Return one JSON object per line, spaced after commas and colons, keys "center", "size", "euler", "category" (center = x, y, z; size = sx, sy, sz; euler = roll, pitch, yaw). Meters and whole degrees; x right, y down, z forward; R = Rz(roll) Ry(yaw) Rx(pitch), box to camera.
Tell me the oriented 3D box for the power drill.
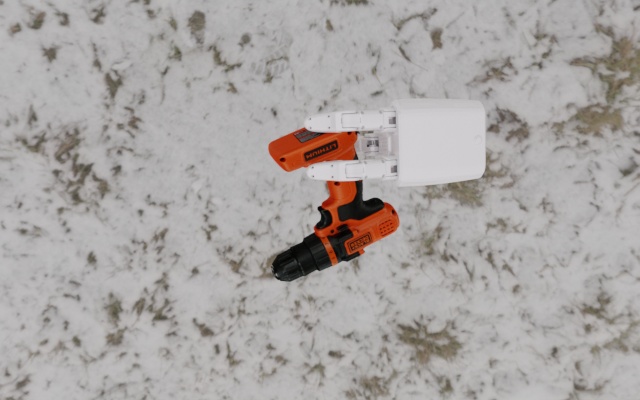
{"center": [0.000, 0.002, 0.603], "size": [0.184, 0.188, 0.057], "euler": [-26, 33, -11], "category": "power drill"}
